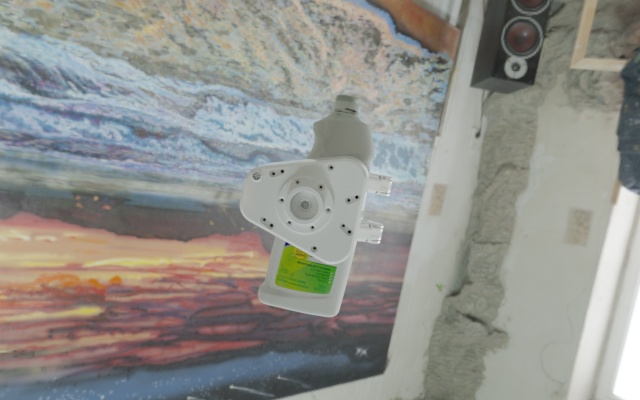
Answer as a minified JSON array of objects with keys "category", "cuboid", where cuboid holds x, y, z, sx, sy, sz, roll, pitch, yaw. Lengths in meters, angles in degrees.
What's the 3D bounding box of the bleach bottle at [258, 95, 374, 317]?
[{"category":"bleach bottle","cuboid":[0.000,0.002,0.560,0.102,0.251,0.068,11,4,3]}]
